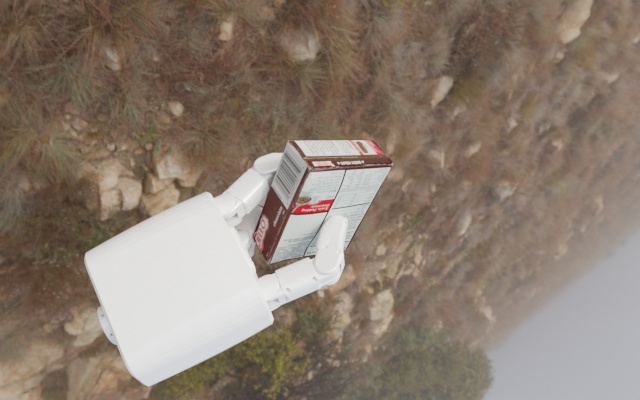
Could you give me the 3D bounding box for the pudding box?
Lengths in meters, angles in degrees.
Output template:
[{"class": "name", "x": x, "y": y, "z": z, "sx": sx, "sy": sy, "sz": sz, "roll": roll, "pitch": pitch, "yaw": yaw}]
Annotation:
[{"class": "pudding box", "x": 0.000, "y": 0.001, "z": 0.416, "sx": 0.090, "sy": 0.114, "sz": 0.039, "roll": -6, "pitch": 48, "yaw": -35}]
